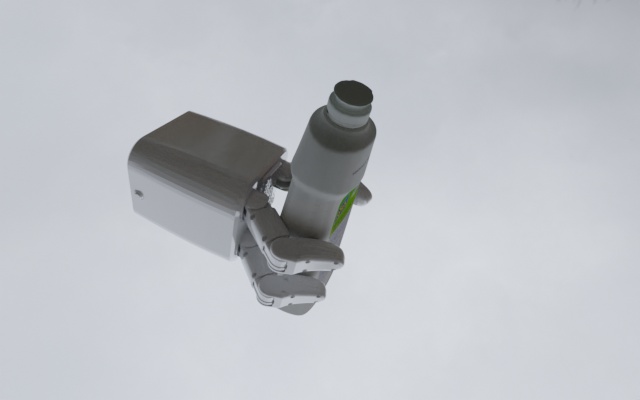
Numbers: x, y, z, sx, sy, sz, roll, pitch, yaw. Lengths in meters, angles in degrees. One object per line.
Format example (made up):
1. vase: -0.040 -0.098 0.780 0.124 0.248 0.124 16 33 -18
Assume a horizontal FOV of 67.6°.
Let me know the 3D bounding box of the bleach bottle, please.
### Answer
1. bleach bottle: 0.000 0.001 0.420 0.068 0.102 0.251 25 -42 6
